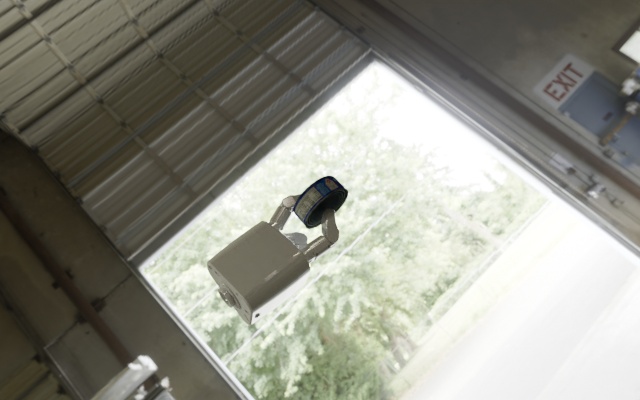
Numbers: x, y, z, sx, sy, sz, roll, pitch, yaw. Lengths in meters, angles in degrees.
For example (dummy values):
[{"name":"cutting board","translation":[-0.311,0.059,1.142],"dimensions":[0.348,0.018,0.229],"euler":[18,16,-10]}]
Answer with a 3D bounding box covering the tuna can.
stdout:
[{"name":"tuna can","translation":[0.000,0.002,0.734],"dimensions":[0.033,0.086,0.086],"euler":[47,20,20]}]
